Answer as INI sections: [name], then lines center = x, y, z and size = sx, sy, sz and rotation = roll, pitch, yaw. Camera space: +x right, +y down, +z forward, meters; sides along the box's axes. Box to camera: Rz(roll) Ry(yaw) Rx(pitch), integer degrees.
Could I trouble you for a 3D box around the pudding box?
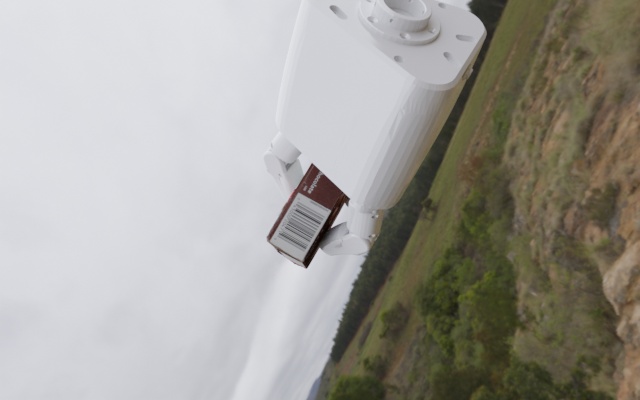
[pudding box]
center = 0.000, 0.001, 0.418
size = 0.039, 0.113, 0.090
rotation = 31, -9, 7
